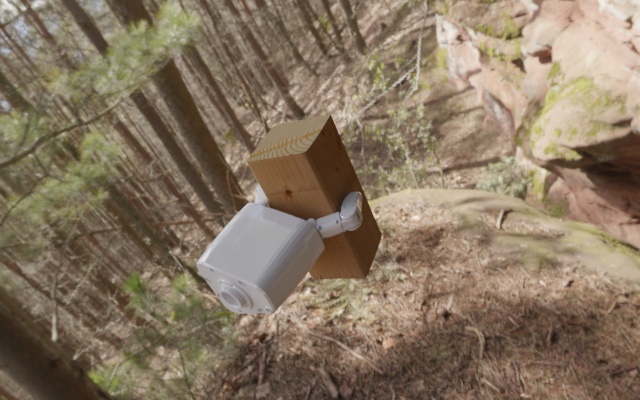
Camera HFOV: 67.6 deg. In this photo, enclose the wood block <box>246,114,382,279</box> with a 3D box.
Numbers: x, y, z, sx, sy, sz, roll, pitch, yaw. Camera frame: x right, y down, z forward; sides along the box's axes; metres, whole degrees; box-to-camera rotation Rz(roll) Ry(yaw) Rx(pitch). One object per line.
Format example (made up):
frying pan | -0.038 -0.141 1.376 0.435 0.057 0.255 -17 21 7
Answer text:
wood block | 0.000 0.002 0.640 0.091 0.206 0.090 -6 36 30
